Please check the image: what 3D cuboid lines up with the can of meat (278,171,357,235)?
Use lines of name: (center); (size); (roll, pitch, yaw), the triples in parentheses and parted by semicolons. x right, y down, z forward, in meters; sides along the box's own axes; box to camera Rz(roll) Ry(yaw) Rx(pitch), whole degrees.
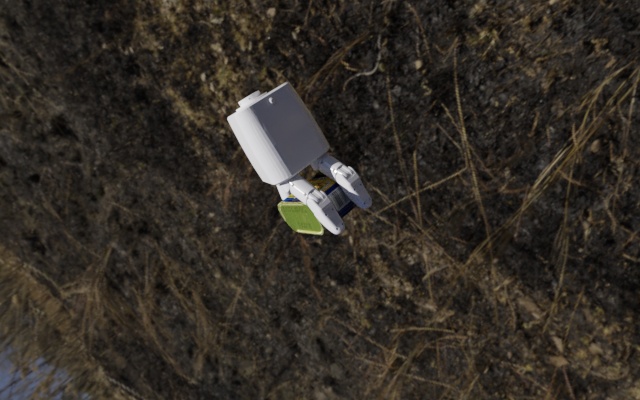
can of meat: (0.000, 0.002, 0.674); (0.084, 0.057, 0.102); (-38, 20, -27)
